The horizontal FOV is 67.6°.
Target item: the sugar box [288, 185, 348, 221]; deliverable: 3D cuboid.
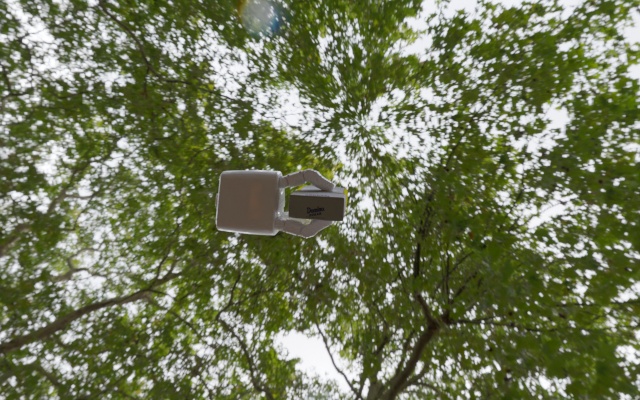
[{"bbox_3d":[0.000,0.003,0.857,0.093,0.048,0.176,4,9,5],"label":"sugar box"}]
